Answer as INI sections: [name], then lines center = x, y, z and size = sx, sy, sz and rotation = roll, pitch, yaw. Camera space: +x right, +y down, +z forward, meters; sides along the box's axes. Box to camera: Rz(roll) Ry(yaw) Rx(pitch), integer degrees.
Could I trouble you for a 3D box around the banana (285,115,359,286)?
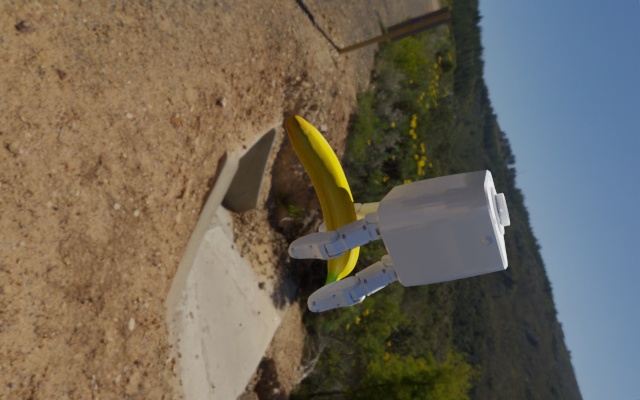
[banana]
center = 0.009, 0.001, 0.525
size = 0.037, 0.198, 0.069
rotation = -9, 9, 29
